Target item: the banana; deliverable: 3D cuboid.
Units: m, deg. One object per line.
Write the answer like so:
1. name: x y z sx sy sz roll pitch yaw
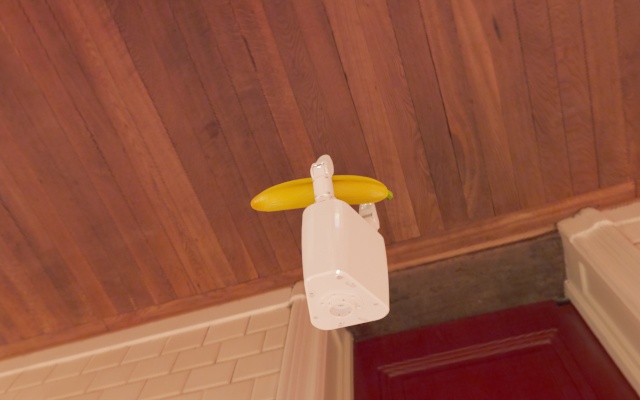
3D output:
1. banana: 0.004 -0.006 0.635 0.198 0.037 0.070 -2 -26 -3
